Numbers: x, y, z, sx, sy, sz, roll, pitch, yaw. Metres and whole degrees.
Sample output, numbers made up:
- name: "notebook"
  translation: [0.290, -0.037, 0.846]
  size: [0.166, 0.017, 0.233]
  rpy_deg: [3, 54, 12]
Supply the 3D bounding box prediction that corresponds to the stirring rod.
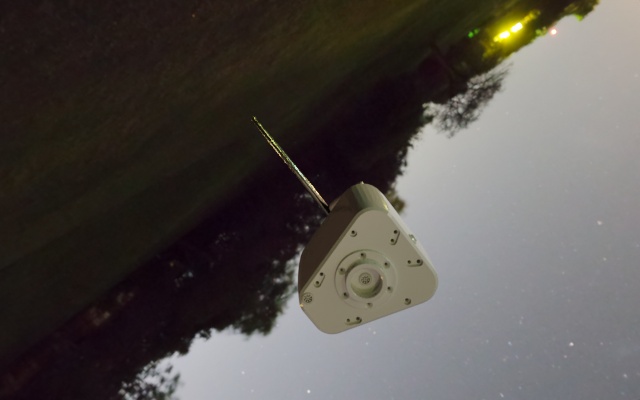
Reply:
- name: "stirring rod"
  translation: [0.000, 0.002, 0.547]
  size: [0.011, 0.239, 0.011]
  rpy_deg: [-38, 8, 6]
